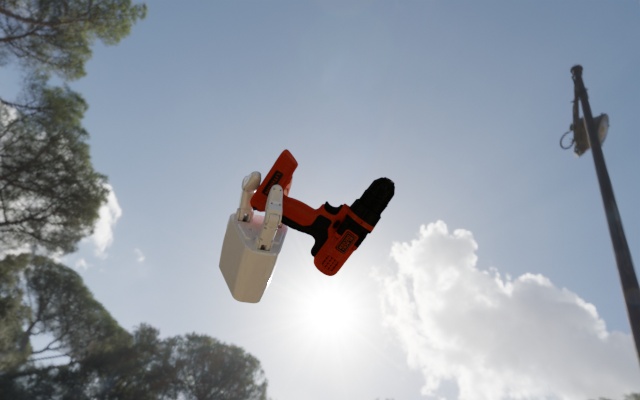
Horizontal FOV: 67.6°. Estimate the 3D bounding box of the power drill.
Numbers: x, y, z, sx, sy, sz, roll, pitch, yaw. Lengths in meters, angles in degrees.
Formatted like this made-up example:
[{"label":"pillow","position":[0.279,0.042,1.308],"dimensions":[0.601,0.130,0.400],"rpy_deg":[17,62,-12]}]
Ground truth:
[{"label":"power drill","position":[0.000,0.002,0.749],"dimensions":[0.187,0.184,0.057],"rpy_deg":[35,7,-4]}]
